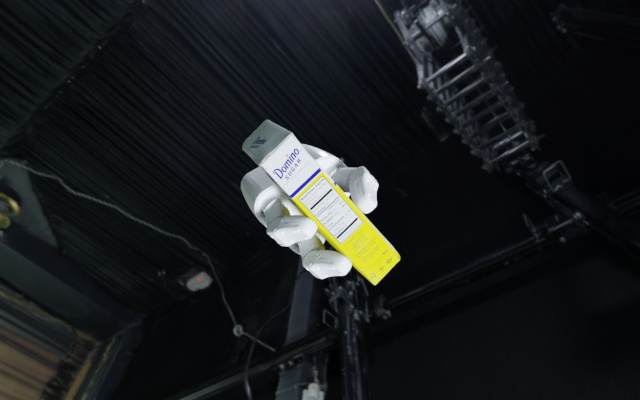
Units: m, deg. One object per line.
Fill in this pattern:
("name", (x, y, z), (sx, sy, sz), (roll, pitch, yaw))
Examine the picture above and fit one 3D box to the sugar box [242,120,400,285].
("sugar box", (0.000, 0.002, 0.478), (0.176, 0.048, 0.093), (45, -2, -26))
